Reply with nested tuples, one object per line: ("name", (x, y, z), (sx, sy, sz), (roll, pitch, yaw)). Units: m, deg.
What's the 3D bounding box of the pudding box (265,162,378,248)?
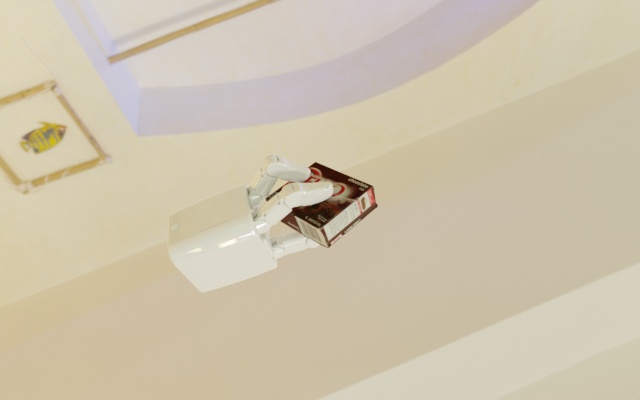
("pudding box", (0.000, 0.002, 0.594), (0.090, 0.039, 0.113), (-39, 43, -23))
